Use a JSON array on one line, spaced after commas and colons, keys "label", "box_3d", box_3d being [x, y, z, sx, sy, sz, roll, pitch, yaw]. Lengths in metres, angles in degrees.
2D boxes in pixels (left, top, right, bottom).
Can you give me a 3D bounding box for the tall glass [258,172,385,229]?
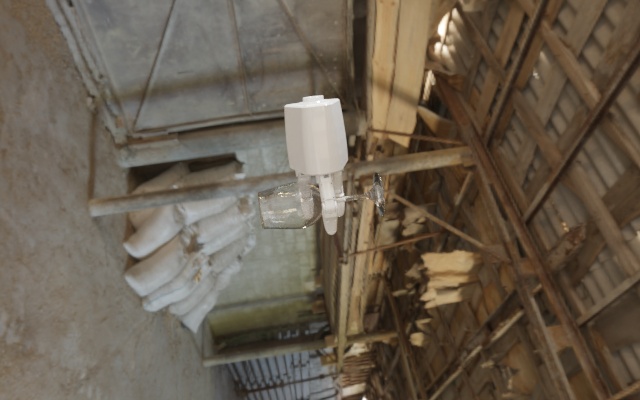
[{"label": "tall glass", "box_3d": [0.001, 0.003, 0.789, 0.201, 0.079, 0.079, -8, 1, -5]}]
